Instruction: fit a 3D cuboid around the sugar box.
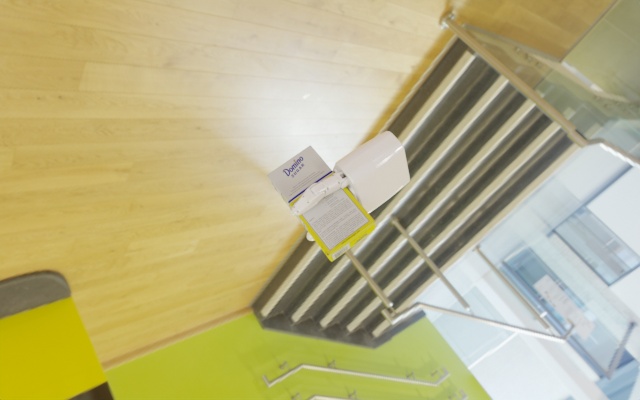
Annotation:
[{"bbox_3d":[0.000,0.003,0.785,0.093,0.176,0.048,-35,-23,-9],"label":"sugar box"}]
